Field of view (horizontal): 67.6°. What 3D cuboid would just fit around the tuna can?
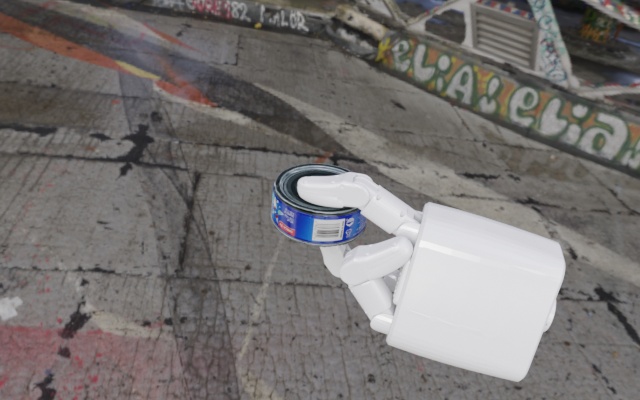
[{"bbox_3d":[0.000,0.001,0.417,0.086,0.034,0.086,5,32,-3],"label":"tuna can"}]
